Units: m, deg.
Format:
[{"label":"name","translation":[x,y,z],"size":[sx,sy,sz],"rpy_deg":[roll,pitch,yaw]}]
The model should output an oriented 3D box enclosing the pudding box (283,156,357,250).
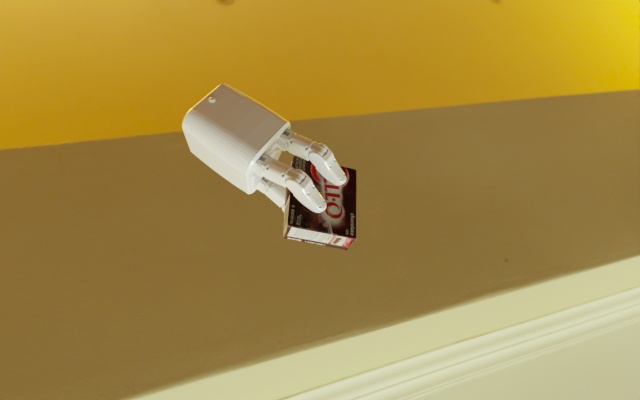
[{"label":"pudding box","translation":[0.000,0.002,0.623],"size":[0.090,0.113,0.039],"rpy_deg":[11,-33,-12]}]
